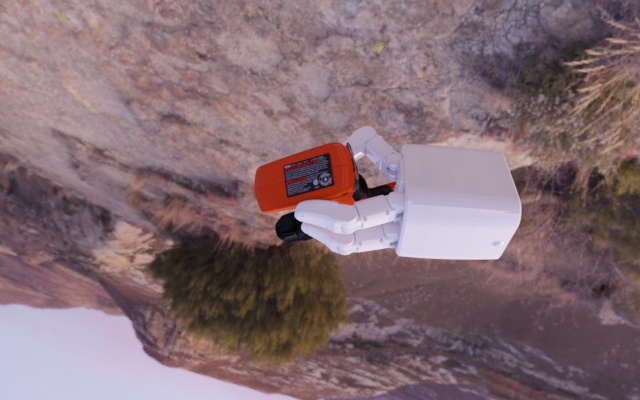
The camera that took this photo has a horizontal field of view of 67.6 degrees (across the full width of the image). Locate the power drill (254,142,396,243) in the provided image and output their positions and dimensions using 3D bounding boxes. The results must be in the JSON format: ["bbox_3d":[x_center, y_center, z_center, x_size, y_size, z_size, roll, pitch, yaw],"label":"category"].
[{"bbox_3d":[0.000,0.002,0.555,0.184,0.057,0.188,-17,-18,18],"label":"power drill"}]
